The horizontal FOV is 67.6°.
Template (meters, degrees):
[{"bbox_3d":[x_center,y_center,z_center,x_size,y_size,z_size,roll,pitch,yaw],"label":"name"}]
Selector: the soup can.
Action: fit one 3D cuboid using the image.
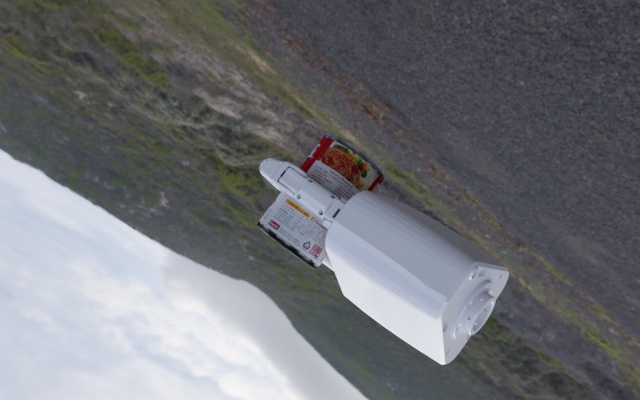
[{"bbox_3d":[-0.001,0.001,0.427,0.068,0.102,0.068,37,-6,4],"label":"soup can"}]
